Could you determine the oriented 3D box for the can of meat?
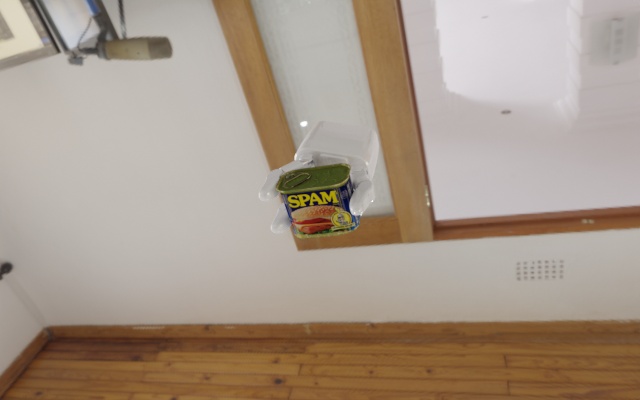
[{"bbox_3d":[0.000,0.002,0.662,0.102,0.084,0.057,-7,32,16],"label":"can of meat"}]
